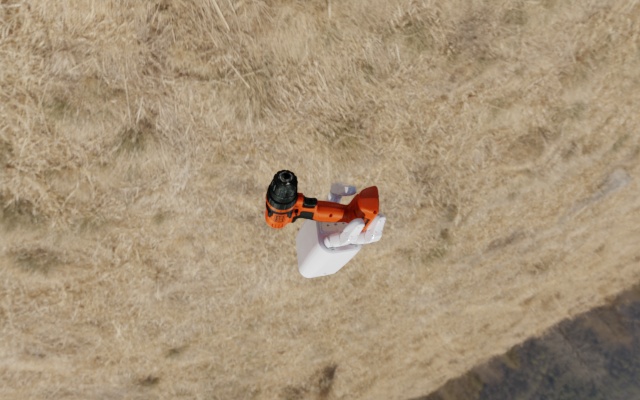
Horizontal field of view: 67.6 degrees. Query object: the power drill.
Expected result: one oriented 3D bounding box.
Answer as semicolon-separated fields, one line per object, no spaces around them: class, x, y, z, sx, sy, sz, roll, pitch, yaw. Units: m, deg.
power drill;0.001;0.003;0.810;0.187;0.057;0.184;5;-22;-8
